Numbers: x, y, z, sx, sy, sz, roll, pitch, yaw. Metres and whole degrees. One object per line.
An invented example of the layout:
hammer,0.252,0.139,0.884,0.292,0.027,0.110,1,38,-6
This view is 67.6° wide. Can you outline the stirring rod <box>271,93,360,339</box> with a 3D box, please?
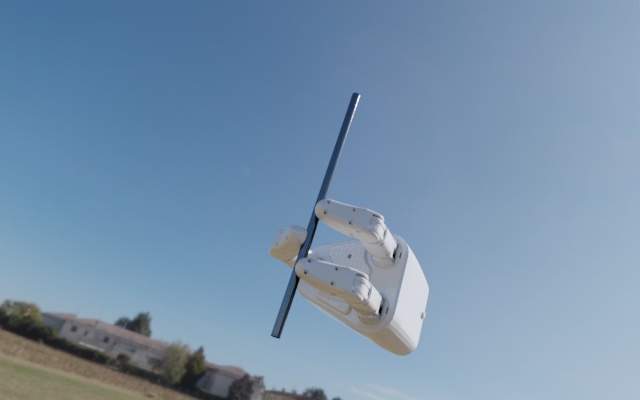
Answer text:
stirring rod,0.000,0.001,0.417,0.011,0.239,0.011,15,-24,7
